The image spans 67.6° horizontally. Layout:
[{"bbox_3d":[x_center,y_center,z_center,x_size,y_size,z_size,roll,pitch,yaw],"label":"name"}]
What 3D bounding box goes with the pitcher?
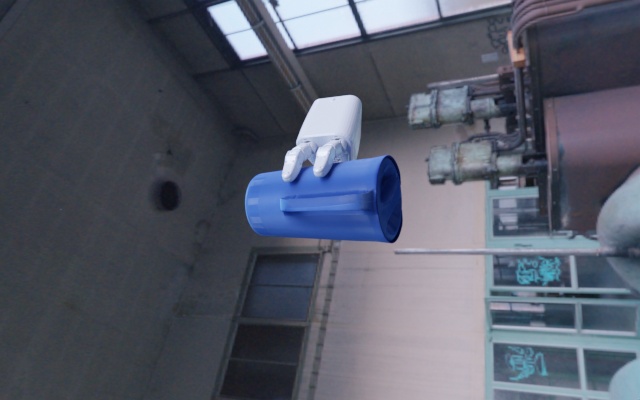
[{"bbox_3d":[0.000,0.002,0.760,0.243,0.145,0.149,-3,-42,26],"label":"pitcher"}]
